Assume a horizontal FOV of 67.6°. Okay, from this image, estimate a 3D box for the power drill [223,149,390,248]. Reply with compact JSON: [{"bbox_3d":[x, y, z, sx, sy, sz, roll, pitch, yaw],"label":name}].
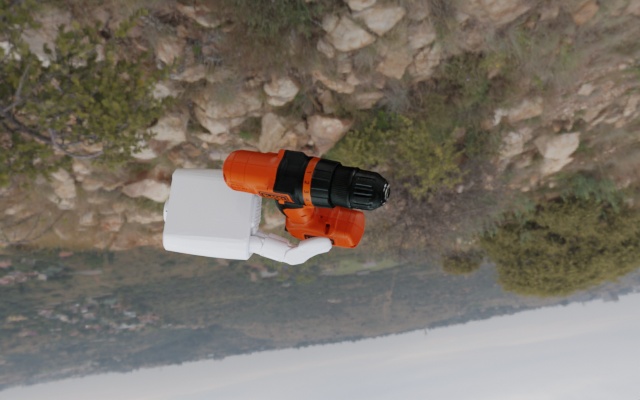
[{"bbox_3d":[0.000,0.002,0.563,0.184,0.057,0.188,12,-19,20],"label":"power drill"}]
